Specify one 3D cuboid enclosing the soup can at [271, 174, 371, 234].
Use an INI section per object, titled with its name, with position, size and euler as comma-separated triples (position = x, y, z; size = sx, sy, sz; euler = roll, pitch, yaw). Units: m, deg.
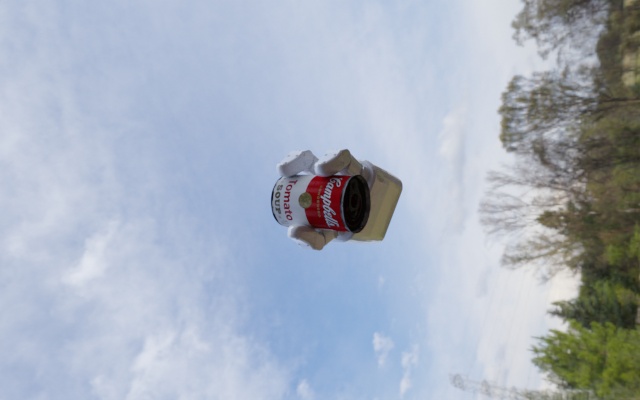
[soup can]
position = 0.000, 0.002, 0.573
size = 0.102, 0.068, 0.068
euler = 3, 1, 33
